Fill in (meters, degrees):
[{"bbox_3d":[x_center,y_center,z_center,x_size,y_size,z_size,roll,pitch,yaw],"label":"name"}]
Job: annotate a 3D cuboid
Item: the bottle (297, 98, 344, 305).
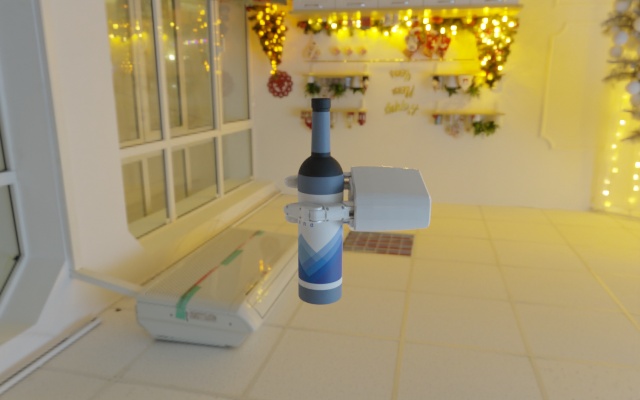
[{"bbox_3d":[0.000,0.003,0.692,0.069,0.296,0.069,0,15,0],"label":"bottle"}]
